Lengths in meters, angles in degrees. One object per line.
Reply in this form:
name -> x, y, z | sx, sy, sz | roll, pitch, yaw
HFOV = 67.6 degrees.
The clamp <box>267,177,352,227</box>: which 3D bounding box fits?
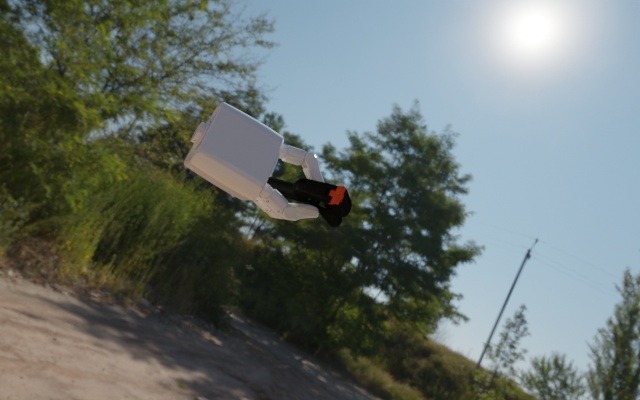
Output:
clamp -> 0.000, 0.002, 0.759 | 0.164, 0.036, 0.210 | 29, -12, -22
